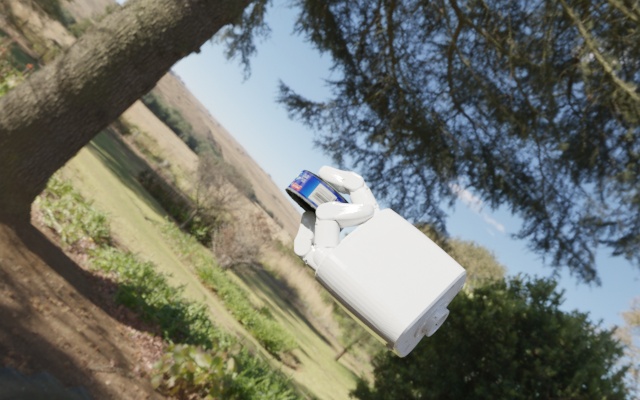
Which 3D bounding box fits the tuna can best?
[{"bbox_3d":[0.000,0.001,0.577,0.086,0.033,0.086,40,-8,7],"label":"tuna can"}]
